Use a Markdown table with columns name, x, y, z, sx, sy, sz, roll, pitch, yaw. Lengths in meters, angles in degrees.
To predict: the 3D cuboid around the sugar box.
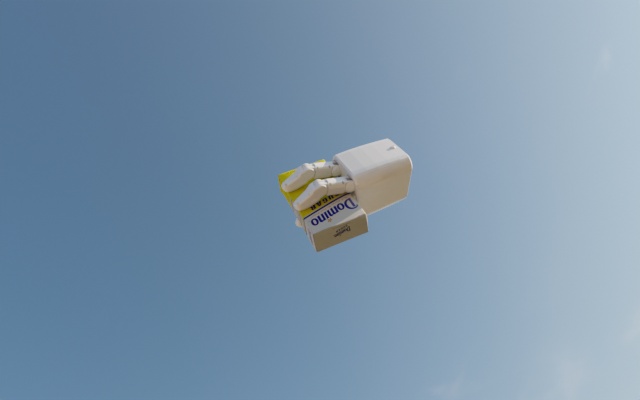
| name | x | y | z | sx | sy | sz | roll | pitch | yaw |
| --- | --- | --- | --- | --- | --- | --- | --- | --- | --- |
| sugar box | 0.000 | 0.002 | 0.798 | 0.093 | 0.048 | 0.176 | -21 | 38 | -12 |
